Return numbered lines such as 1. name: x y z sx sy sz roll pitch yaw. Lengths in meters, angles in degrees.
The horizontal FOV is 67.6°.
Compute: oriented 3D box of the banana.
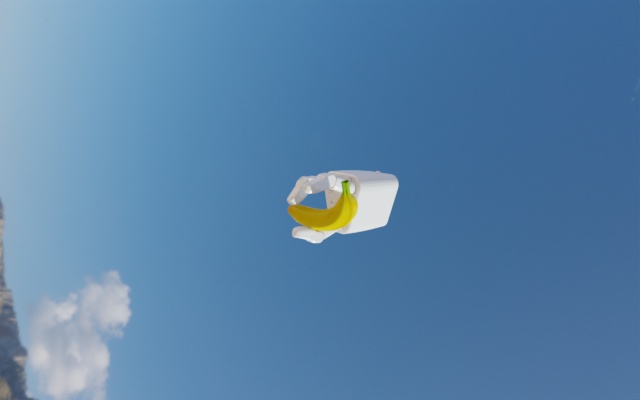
1. banana: 0.008 0.019 0.802 0.037 0.069 0.198 -18 -3 -34
